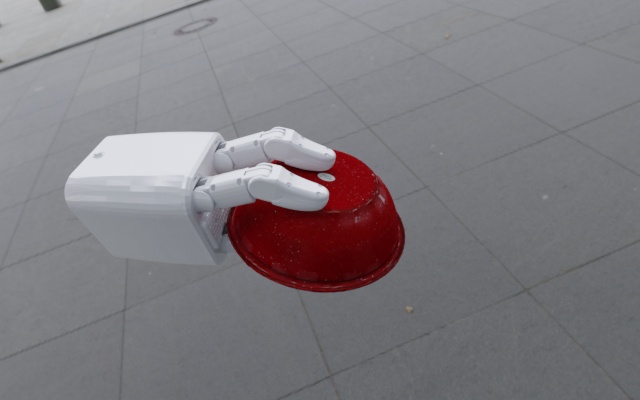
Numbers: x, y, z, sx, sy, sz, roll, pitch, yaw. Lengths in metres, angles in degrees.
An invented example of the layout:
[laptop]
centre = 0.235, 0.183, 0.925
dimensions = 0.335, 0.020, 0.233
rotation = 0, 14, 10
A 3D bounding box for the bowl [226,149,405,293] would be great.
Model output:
[bowl]
centre = 0.001, 0.001, 0.417
dimensions = 0.162, 0.055, 0.162
rotation = 5, 39, -4
